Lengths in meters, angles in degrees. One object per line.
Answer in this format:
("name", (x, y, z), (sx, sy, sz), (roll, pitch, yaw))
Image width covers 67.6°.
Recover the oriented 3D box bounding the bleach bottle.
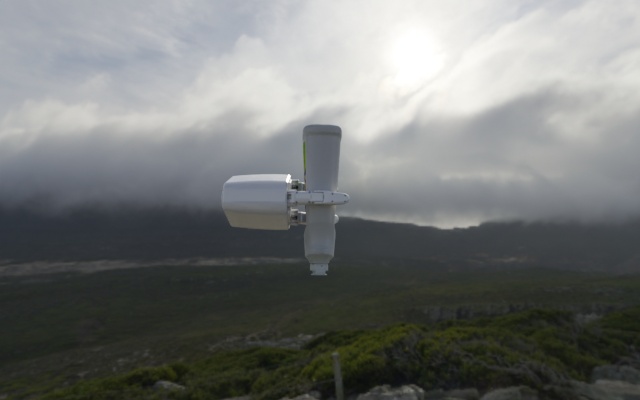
("bleach bottle", (0.000, 0.003, 0.826), (0.068, 0.251, 0.102), (1, -6, -2))
